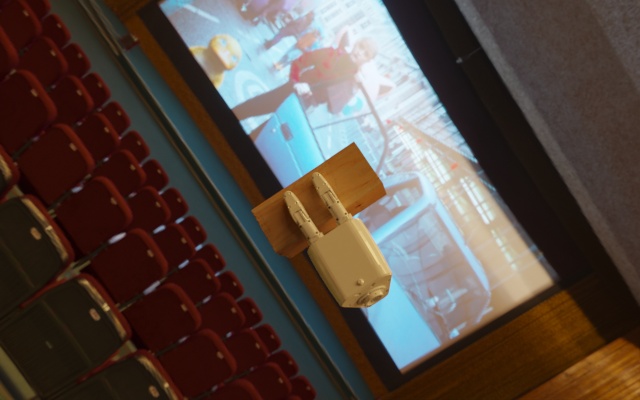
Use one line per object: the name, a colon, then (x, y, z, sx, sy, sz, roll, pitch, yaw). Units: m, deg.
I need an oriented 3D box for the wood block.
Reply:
wood block: (0.001, 0.003, 0.817, 0.206, 0.090, 0.091, -34, -16, 4)
